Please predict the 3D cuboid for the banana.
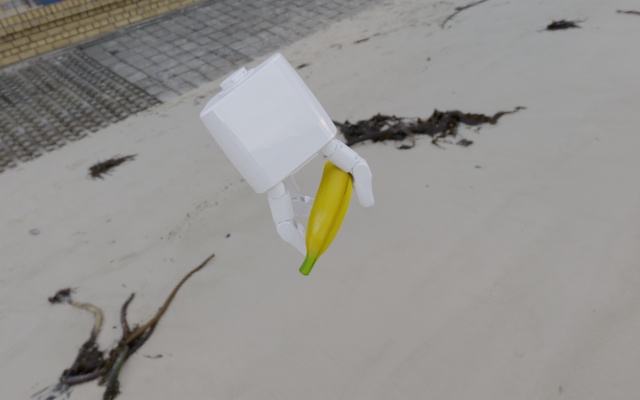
[{"bbox_3d":[0.010,-0.006,0.560,0.037,0.197,0.070,35,-50,-14],"label":"banana"}]
